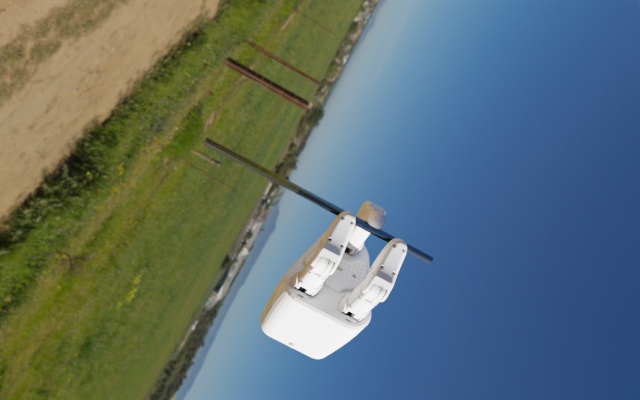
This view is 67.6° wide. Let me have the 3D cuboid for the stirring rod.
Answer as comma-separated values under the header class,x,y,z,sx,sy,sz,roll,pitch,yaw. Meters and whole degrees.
class,x,y,z,sx,sy,sz,roll,pitch,yaw
stirring rod,0.000,0.001,0.448,0.239,0.011,0.011,28,-2,-5
